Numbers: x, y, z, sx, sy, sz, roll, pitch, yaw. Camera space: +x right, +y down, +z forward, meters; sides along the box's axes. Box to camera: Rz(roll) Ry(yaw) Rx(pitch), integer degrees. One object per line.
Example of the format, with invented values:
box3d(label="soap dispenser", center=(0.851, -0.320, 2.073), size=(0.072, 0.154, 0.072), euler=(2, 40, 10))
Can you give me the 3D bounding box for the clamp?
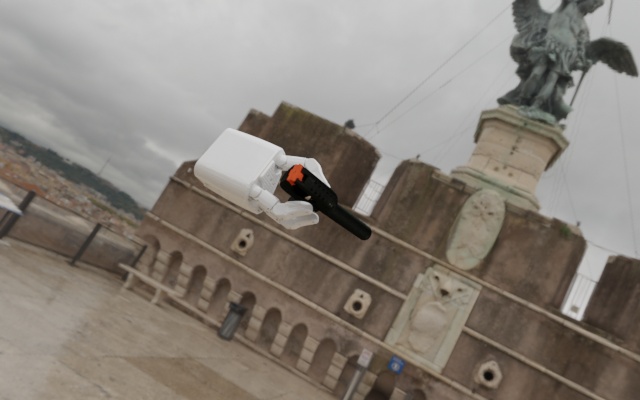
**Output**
box3d(label="clamp", center=(0.000, 0.001, 0.751), size=(0.164, 0.036, 0.210), euler=(23, -14, 16))
